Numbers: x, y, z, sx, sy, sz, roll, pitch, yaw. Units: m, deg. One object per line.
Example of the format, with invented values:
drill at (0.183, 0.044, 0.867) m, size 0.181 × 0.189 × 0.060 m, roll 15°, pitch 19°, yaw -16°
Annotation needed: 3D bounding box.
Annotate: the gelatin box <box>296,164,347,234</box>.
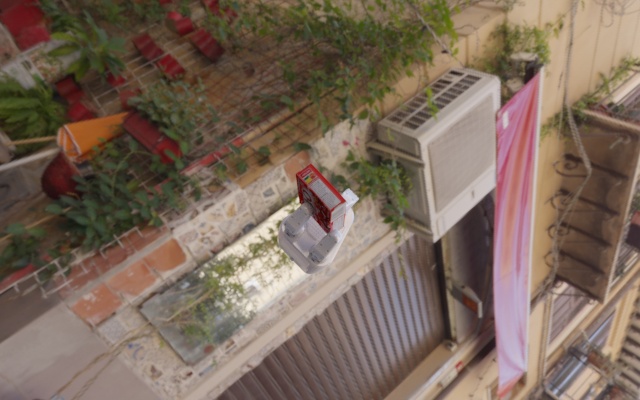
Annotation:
gelatin box at (0.000, 0.002, 0.650) m, size 0.030 × 0.073 × 0.089 m, roll -36°, pitch -20°, yaw -16°
